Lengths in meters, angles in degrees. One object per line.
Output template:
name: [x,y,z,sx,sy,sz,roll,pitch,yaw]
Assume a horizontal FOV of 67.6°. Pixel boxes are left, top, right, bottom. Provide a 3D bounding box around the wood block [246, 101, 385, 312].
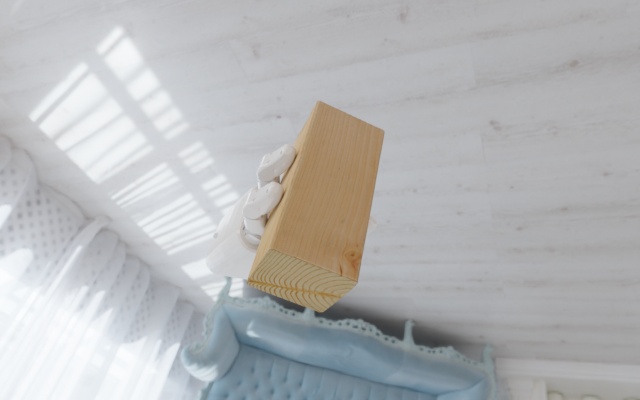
wood block: [0.000,0.002,0.526,0.091,0.206,0.090,23,-38,-11]
